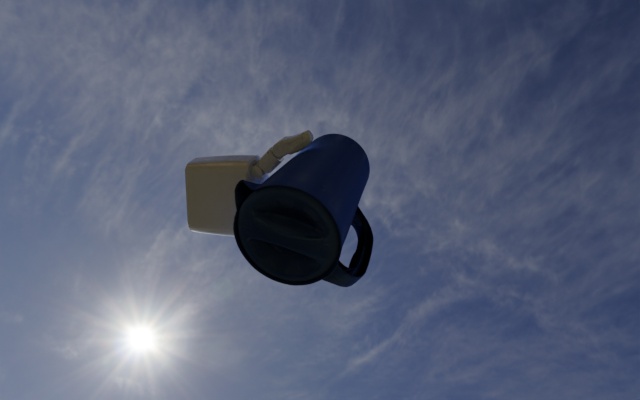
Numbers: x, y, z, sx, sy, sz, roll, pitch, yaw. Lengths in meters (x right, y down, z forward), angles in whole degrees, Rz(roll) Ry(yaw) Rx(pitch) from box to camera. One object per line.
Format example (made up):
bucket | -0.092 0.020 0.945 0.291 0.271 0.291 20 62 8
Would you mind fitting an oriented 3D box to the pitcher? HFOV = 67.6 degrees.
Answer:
pitcher | 0.000 0.002 0.648 0.145 0.149 0.242 0 25 19
